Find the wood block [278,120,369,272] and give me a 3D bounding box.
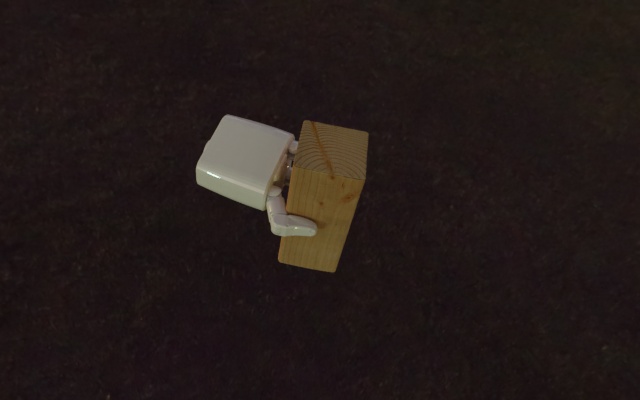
[{"bbox_3d":[0.000,0.002,0.671,0.090,0.090,0.206,11,-42,-2],"label":"wood block"}]
